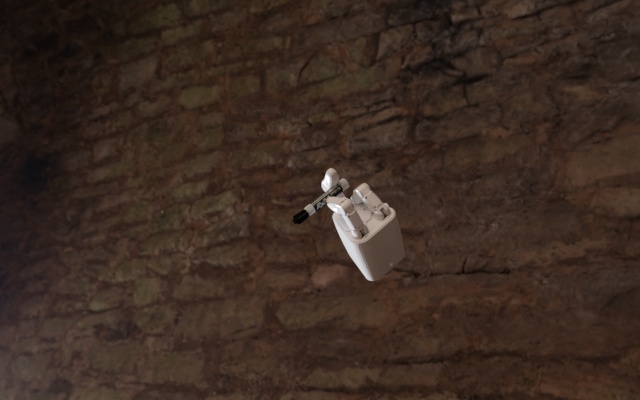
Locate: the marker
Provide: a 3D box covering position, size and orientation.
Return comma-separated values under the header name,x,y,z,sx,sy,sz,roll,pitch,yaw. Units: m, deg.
name,x,y,z,sx,sy,sz,roll,pitch,yaw
marker,0.000,0.003,0.830,0.121,0.020,0.020,-37,15,-20
